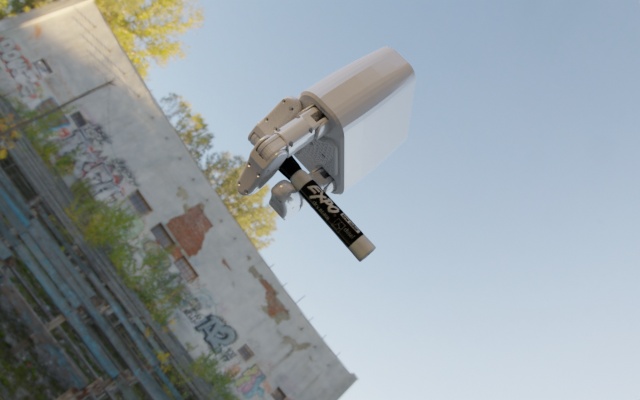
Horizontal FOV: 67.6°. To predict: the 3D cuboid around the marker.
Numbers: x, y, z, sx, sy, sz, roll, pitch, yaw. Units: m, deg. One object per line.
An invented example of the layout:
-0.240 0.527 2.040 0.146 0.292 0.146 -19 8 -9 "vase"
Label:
0.000 0.001 0.407 0.020 0.121 0.020 -40 -12 -10 "marker"
